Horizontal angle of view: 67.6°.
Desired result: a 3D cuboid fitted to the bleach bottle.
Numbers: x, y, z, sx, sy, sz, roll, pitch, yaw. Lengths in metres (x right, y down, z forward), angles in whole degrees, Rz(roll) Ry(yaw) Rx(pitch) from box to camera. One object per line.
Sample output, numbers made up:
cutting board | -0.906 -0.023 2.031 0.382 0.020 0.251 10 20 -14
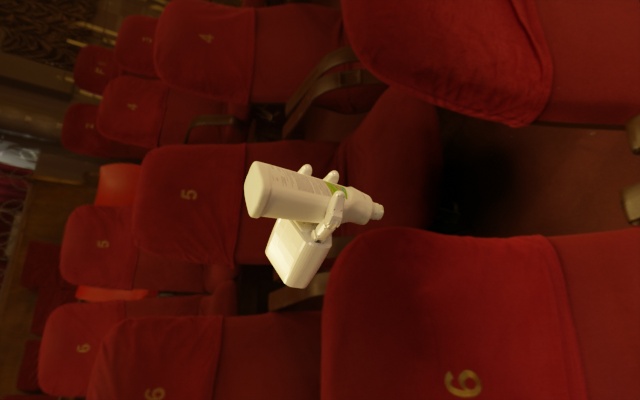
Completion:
bleach bottle | 0.000 0.003 0.821 0.251 0.068 0.102 12 31 -25
